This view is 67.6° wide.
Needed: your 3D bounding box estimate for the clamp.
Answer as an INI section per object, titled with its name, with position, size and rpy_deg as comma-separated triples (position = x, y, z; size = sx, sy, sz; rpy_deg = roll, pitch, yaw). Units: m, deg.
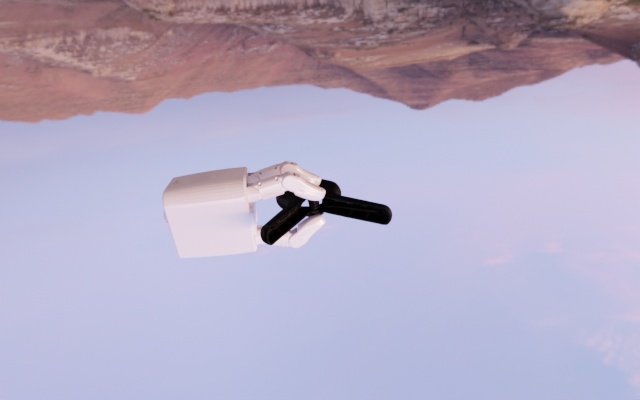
[clamp]
position = 0.000, 0.003, 0.663
size = 0.164, 0.036, 0.210
rpy_deg = -6, 19, -4
